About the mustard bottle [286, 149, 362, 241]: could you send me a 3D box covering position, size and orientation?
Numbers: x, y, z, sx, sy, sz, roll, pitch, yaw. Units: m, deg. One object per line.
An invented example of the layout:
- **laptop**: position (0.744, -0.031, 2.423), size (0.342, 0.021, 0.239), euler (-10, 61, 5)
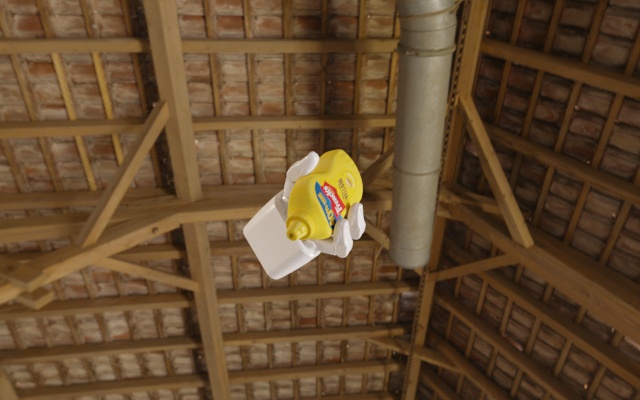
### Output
- **mustard bottle**: position (0.000, 0.002, 0.715), size (0.058, 0.096, 0.191), euler (-9, 24, 32)
